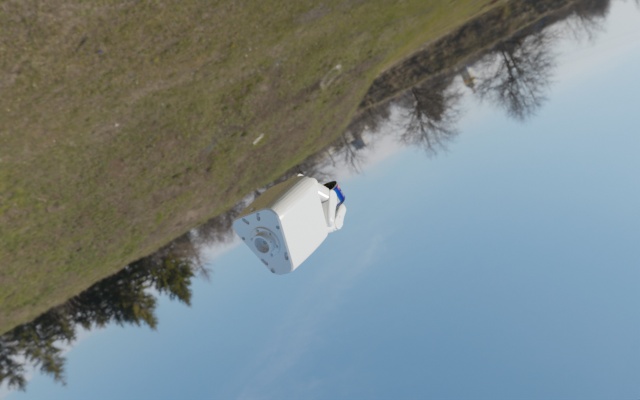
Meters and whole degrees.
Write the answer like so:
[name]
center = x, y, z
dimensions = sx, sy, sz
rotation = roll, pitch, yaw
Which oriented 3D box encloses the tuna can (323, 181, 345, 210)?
[tuna can]
center = 0.000, 0.003, 0.837
dimensions = 0.086, 0.034, 0.086
rotation = -31, 13, 8
